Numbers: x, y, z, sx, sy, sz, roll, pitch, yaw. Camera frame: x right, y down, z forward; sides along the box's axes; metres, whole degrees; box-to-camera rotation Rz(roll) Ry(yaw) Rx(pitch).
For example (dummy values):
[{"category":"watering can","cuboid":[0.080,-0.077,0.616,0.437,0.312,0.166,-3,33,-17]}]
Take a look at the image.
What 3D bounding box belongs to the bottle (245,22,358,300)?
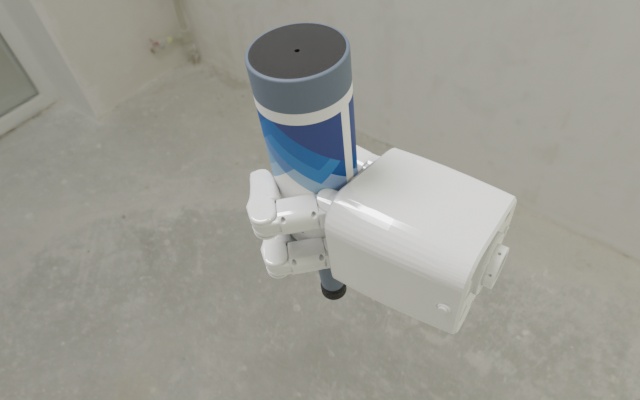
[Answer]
[{"category":"bottle","cuboid":[0.000,0.001,0.408,0.069,0.069,0.296,0,-40,8]}]
